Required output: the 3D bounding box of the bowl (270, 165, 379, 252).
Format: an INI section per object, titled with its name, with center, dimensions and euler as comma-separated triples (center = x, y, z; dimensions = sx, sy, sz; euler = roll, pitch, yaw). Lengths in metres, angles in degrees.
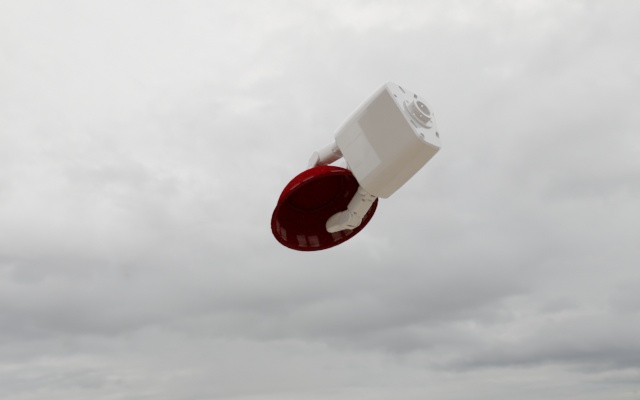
[bowl]
center = -0.001, 0.003, 0.698
dimensions = 0.162, 0.162, 0.055
euler = 0, 43, -25
